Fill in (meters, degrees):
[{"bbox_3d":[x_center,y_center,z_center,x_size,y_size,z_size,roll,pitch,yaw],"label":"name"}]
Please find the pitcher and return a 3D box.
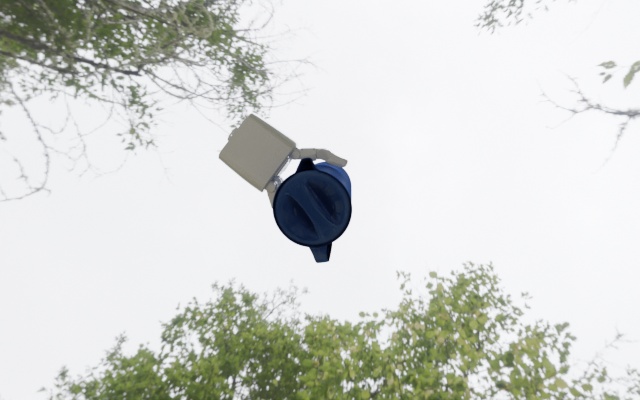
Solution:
[{"bbox_3d":[0.000,0.003,0.899,0.145,0.149,0.242,36,13,-1],"label":"pitcher"}]
